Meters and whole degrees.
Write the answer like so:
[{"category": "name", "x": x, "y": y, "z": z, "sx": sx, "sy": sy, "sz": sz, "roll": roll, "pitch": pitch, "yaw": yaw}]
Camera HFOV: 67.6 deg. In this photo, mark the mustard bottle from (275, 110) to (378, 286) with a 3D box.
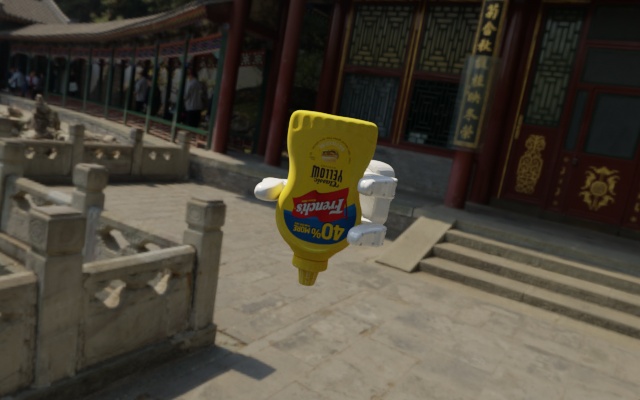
[{"category": "mustard bottle", "x": 0.000, "y": 0.002, "z": 0.533, "sx": 0.096, "sy": 0.191, "sz": 0.058, "roll": 9, "pitch": 8, "yaw": -4}]
